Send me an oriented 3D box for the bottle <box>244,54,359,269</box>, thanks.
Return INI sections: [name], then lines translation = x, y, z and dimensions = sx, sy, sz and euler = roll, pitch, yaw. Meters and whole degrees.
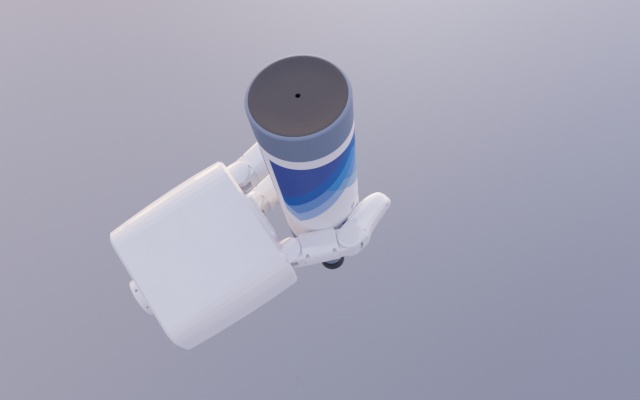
[bottle]
translation = 0.000, 0.001, 0.420
dimensions = 0.069, 0.069, 0.296
euler = 0, -26, 6
